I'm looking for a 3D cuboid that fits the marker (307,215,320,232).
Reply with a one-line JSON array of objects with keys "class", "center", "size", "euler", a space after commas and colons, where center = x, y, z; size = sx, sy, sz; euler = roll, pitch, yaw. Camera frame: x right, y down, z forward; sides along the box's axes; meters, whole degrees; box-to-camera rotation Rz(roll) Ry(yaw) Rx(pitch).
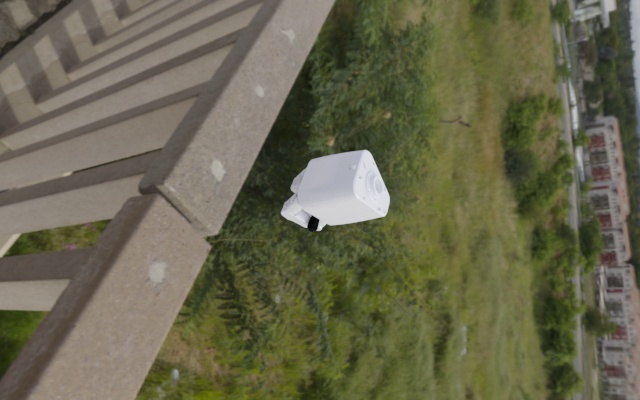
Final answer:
[{"class": "marker", "center": [0.000, 0.003, 0.834], "size": [0.020, 0.121, 0.020], "euler": [12, -34, 9]}]
